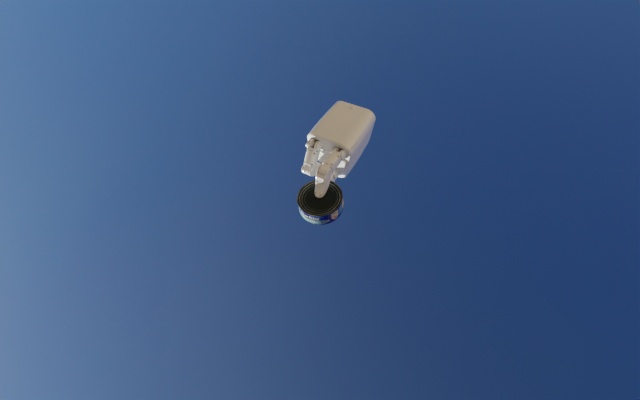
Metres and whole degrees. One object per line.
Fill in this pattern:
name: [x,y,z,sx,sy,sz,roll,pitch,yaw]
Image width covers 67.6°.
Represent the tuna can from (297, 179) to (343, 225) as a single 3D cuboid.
tuna can: [0.000,0.003,0.892,0.086,0.086,0.034,0,-36,7]
